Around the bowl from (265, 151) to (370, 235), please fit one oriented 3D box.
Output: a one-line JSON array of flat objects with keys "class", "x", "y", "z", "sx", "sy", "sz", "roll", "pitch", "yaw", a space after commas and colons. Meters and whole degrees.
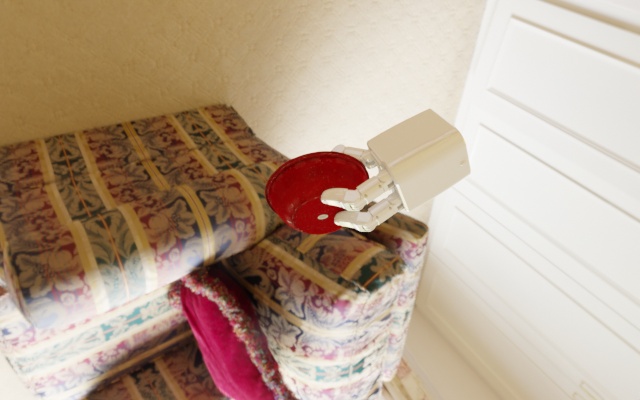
[{"class": "bowl", "x": -0.001, "y": 0.003, "z": 0.710, "sx": 0.162, "sy": 0.055, "sz": 0.162, "roll": -7, "pitch": -39, "yaw": -6}]
